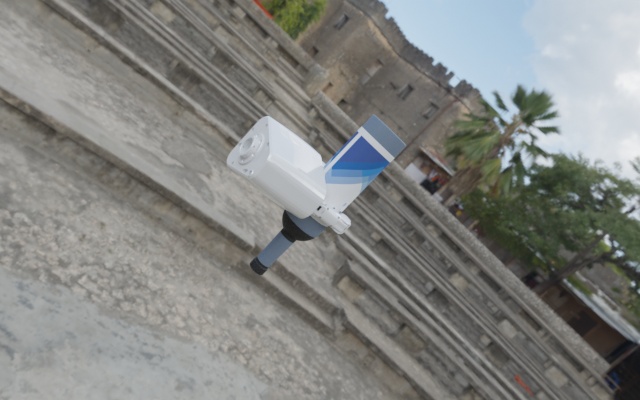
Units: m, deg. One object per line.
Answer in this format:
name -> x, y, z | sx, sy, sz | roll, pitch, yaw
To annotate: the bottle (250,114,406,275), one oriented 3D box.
bottle -> 0.000, 0.002, 0.717 | 0.069, 0.296, 0.069 | 42, 10, -9
